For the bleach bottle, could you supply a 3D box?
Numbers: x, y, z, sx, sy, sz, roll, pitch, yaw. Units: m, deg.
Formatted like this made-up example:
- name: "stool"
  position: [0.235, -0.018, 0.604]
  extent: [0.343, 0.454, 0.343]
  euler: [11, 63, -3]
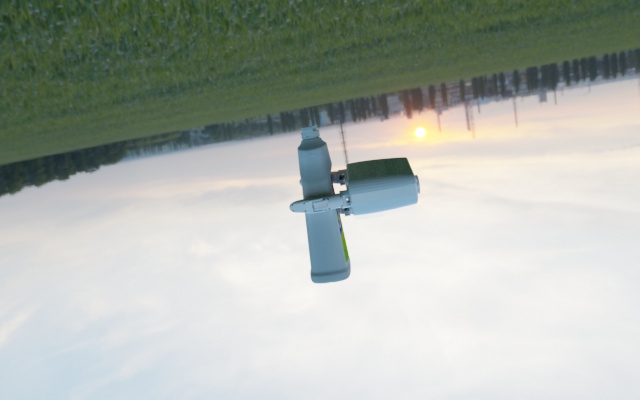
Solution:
- name: "bleach bottle"
  position: [0.000, 0.003, 0.793]
  extent: [0.068, 0.251, 0.102]
  euler: [-8, 9, 6]
